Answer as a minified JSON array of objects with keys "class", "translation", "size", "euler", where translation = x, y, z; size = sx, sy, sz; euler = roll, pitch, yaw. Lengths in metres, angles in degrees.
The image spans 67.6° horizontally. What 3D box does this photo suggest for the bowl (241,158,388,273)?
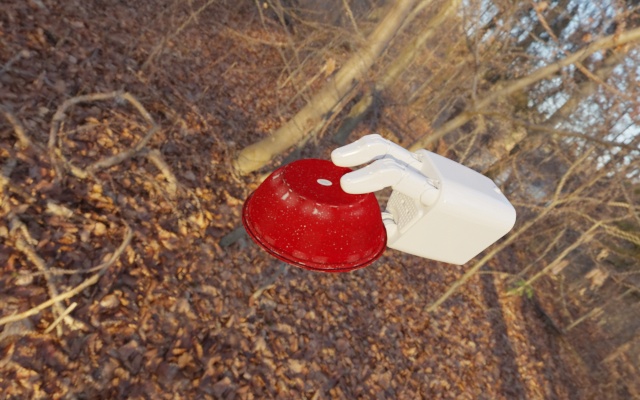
[{"class":"bowl","translation":[-0.001,0.001,0.504],"size":[0.162,0.055,0.162],"euler":[10,33,-6]}]
